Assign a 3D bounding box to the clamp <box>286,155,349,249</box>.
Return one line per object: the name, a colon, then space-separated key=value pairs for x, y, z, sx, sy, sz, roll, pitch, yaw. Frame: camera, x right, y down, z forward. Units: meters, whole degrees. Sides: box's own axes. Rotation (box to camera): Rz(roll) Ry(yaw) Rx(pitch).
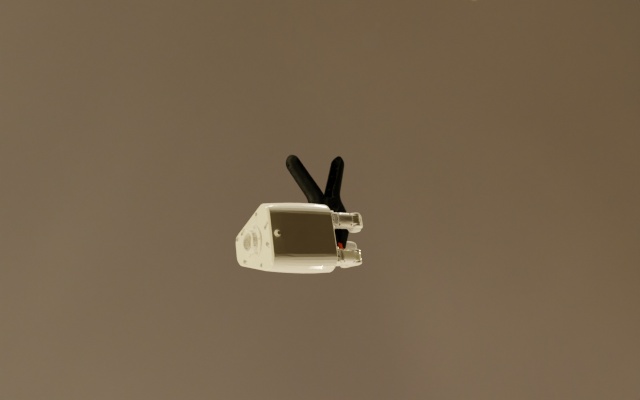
clamp: x=0.000 y=0.003 z=0.758 sx=0.120 sy=0.171 sz=0.039 roll=5 pitch=-21 yaw=-36
